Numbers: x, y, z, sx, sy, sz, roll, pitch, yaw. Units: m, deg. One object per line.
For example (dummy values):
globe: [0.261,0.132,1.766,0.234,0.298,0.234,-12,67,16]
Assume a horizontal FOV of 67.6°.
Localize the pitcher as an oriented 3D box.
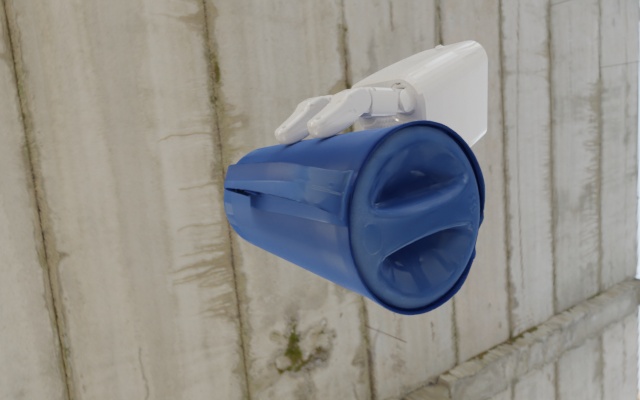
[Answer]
pitcher: [0.000,0.001,0.414,0.145,0.149,0.243,-37,23,-26]
